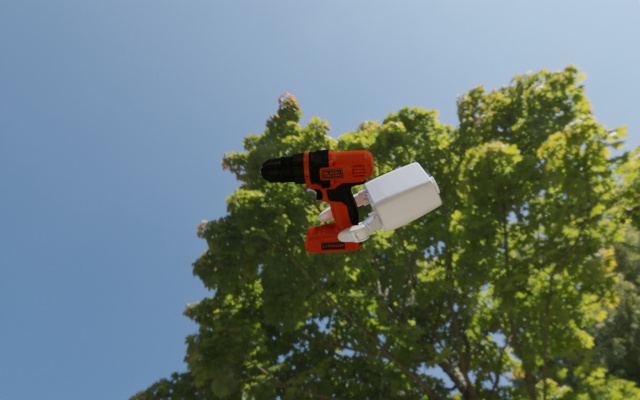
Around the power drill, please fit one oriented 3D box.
[{"bbox_3d":[0.000,0.003,0.813,0.184,0.188,0.057,-3,35,6],"label":"power drill"}]
